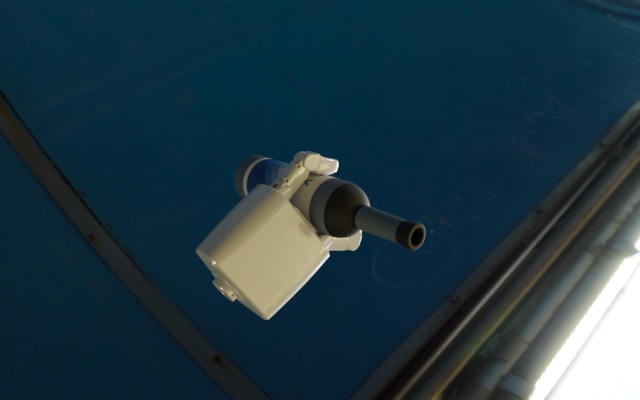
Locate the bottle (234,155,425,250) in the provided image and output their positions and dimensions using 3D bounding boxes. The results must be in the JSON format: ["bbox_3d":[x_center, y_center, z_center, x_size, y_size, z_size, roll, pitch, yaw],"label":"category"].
[{"bbox_3d":[0.000,0.002,0.577,0.069,0.069,0.295,0,13,-42],"label":"bottle"}]
